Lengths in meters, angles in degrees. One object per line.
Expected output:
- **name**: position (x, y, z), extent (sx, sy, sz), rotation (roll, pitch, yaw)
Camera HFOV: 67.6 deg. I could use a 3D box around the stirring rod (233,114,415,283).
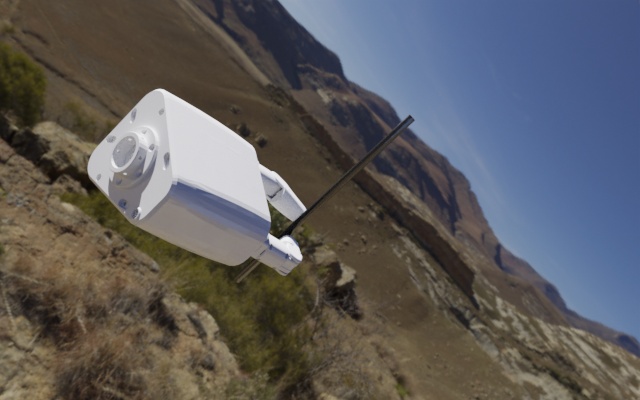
- **stirring rod**: position (0.000, 0.002, 0.474), extent (0.239, 0.011, 0.011), rotation (-43, -9, 9)
